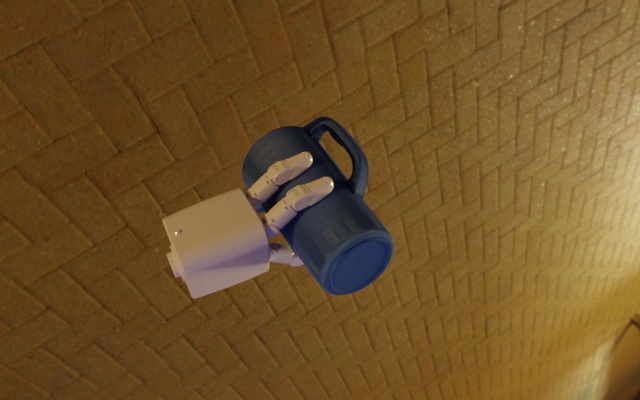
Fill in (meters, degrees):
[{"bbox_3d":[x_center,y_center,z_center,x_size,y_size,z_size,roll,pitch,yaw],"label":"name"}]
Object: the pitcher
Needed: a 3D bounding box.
[{"bbox_3d":[0.000,0.002,0.658,0.145,0.149,0.242,-20,45,-20],"label":"pitcher"}]
